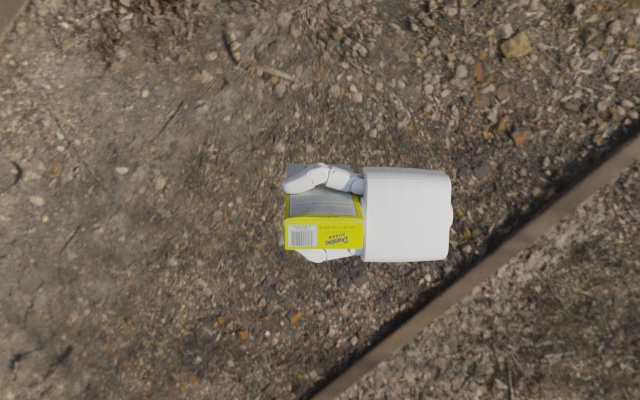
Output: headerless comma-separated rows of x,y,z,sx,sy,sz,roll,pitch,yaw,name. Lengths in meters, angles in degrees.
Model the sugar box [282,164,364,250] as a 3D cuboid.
0.000,0.003,0.617,0.093,0.048,0.176,1,23,-2,sugar box
